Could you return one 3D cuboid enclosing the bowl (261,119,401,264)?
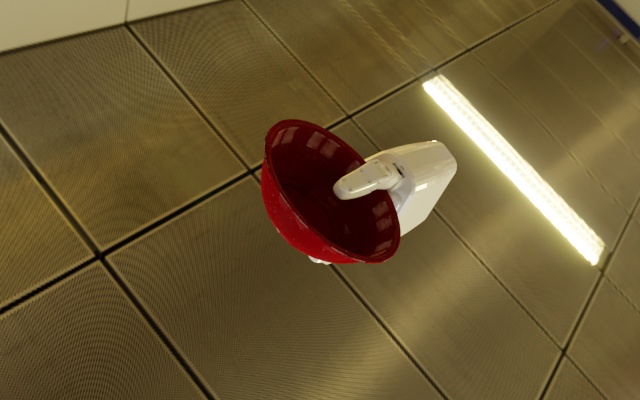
[{"bbox_3d":[-0.001,0.002,0.452,0.162,0.162,0.055,0,-35,-50],"label":"bowl"}]
